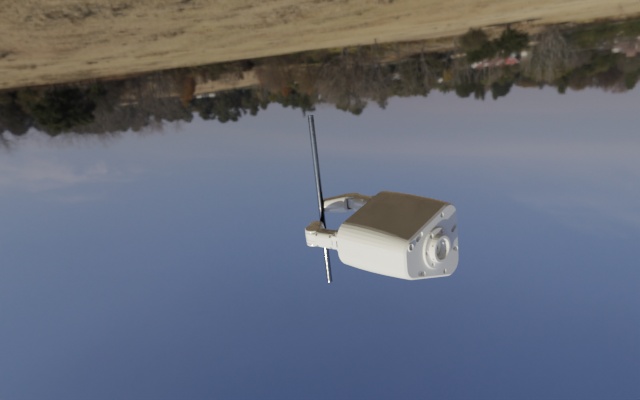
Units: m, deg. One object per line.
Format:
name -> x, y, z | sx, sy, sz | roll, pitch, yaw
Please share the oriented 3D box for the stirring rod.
stirring rod -> 0.000, 0.002, 0.667 | 0.011, 0.239, 0.011 | -6, 15, 2
